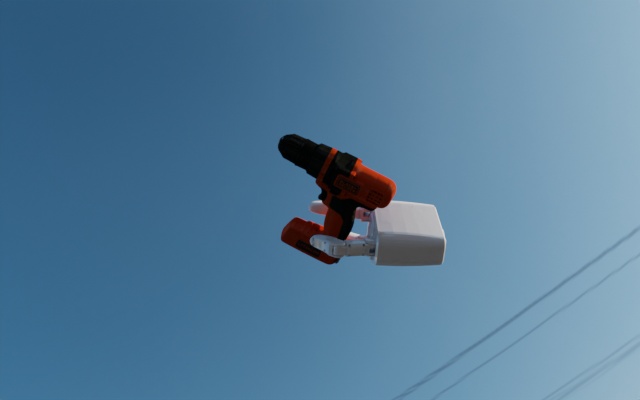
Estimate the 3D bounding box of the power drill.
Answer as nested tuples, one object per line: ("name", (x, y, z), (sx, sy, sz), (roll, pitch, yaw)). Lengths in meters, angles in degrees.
("power drill", (0.000, 0.003, 0.735), (0.184, 0.188, 0.057), (28, 41, 3))
